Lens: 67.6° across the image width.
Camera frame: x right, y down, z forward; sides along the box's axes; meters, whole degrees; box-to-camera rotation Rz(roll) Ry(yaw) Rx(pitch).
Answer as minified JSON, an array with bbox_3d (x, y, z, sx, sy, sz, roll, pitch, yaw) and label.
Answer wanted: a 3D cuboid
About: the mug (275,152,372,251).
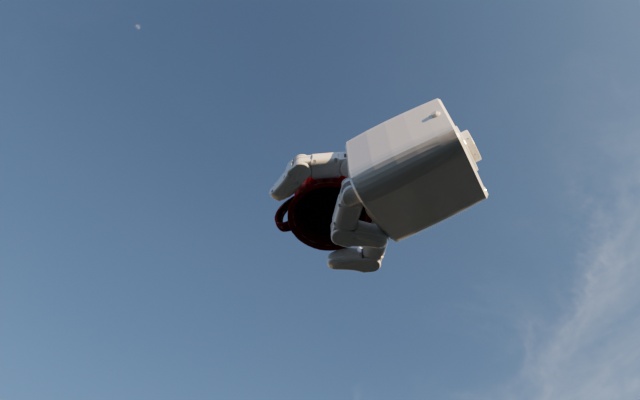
[{"bbox_3d":[-0.001,0.002,0.557,0.117,0.093,0.081,-24,31,16],"label":"mug"}]
